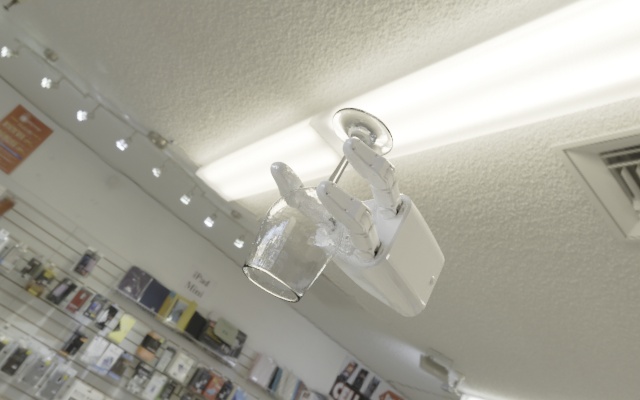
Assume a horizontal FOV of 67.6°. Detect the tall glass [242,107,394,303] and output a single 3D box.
[{"bbox_3d":[0.000,0.001,0.485,0.079,0.201,0.079,25,-27,14],"label":"tall glass"}]
